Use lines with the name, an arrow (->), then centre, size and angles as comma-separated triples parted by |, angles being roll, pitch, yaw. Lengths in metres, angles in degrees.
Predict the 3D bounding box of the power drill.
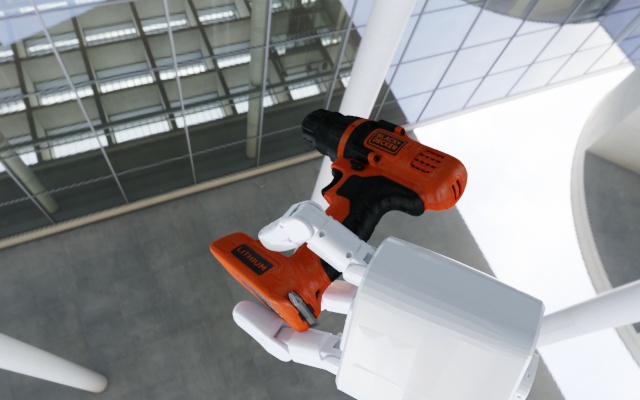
power drill -> 0.000, 0.002, 0.407 | 0.184, 0.187, 0.057 | 30, -21, 43
